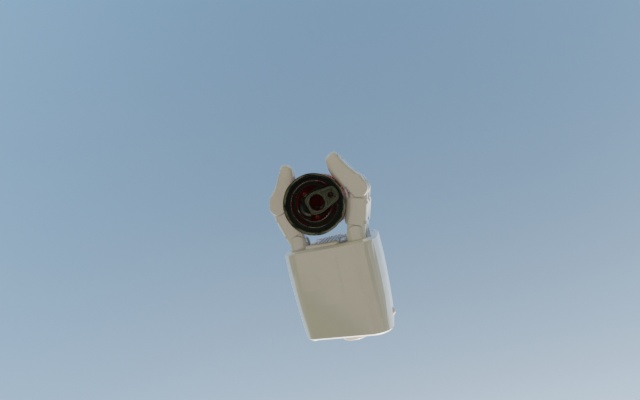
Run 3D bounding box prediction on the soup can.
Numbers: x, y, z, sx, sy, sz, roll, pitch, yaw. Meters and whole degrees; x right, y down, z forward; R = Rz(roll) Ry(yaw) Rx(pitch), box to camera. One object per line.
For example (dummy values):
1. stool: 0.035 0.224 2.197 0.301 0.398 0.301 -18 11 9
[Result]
1. soup can: 0.000 0.001 0.563 0.068 0.068 0.102 0 3 9
